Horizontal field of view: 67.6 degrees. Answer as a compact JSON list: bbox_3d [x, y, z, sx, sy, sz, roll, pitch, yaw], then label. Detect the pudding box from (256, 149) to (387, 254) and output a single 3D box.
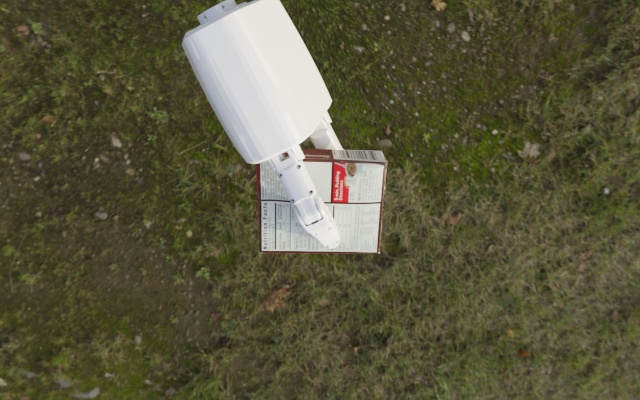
[{"bbox_3d":[0.000,0.001,0.429,0.113,0.090,0.039,2,21,-1],"label":"pudding box"}]
